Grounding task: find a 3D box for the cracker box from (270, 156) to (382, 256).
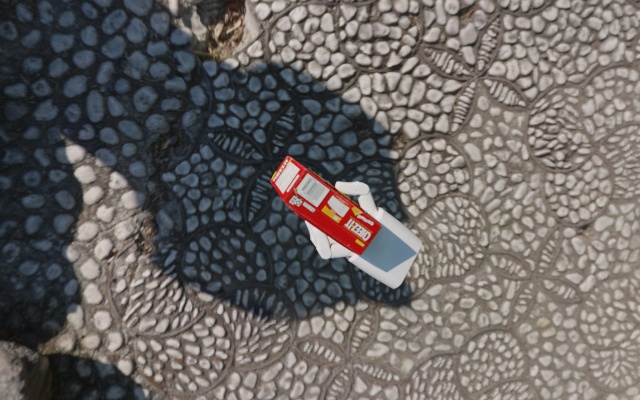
[{"bbox_3d":[0.000,0.003,0.858,0.164,0.072,0.213,36,2,-15],"label":"cracker box"}]
